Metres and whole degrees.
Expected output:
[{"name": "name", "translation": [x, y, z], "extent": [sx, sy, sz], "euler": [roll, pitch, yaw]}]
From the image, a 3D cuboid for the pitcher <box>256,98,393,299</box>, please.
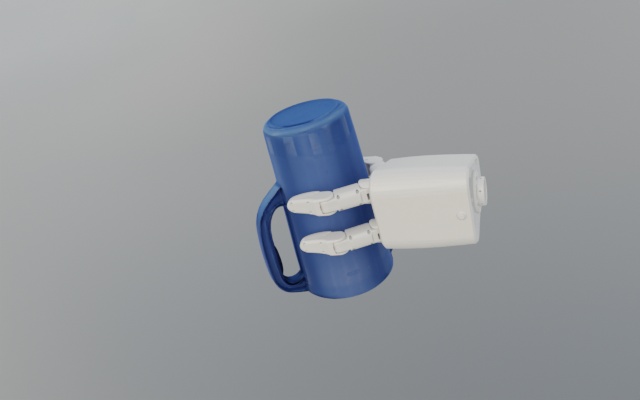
[{"name": "pitcher", "translation": [0.000, 0.002, 0.624], "extent": [0.145, 0.243, 0.149], "euler": [-2, 29, 26]}]
